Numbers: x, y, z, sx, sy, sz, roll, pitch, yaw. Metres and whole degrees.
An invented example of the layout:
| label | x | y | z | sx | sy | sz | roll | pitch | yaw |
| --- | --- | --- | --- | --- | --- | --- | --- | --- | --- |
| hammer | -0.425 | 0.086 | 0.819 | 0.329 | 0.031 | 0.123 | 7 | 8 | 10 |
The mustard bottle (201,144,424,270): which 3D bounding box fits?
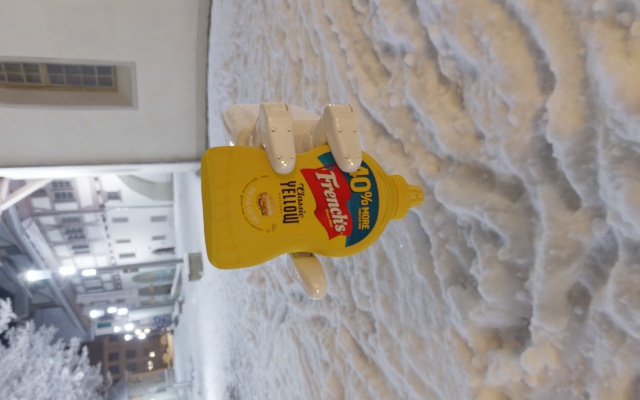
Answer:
| label | x | y | z | sx | sy | sz | roll | pitch | yaw |
| --- | --- | --- | --- | --- | --- | --- | --- | --- | --- |
| mustard bottle | 0.000 | 0.001 | 0.403 | 0.191 | 0.096 | 0.058 | -4 | -3 | -20 |
